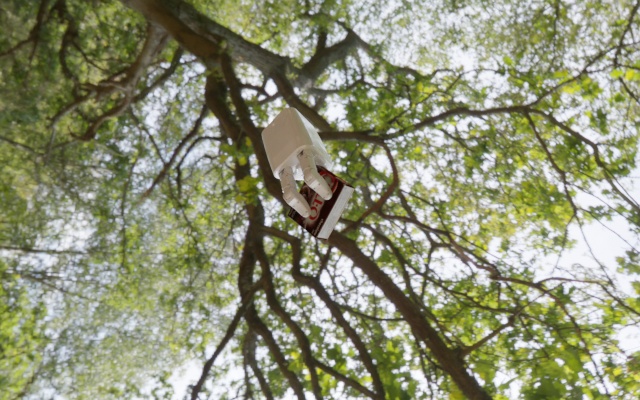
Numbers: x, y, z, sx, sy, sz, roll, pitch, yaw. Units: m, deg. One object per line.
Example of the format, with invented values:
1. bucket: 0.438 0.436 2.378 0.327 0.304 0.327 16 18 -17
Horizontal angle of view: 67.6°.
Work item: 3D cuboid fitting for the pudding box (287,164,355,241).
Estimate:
1. pudding box: 0.000 0.003 0.868 0.039 0.113 0.090 14 16 -46
